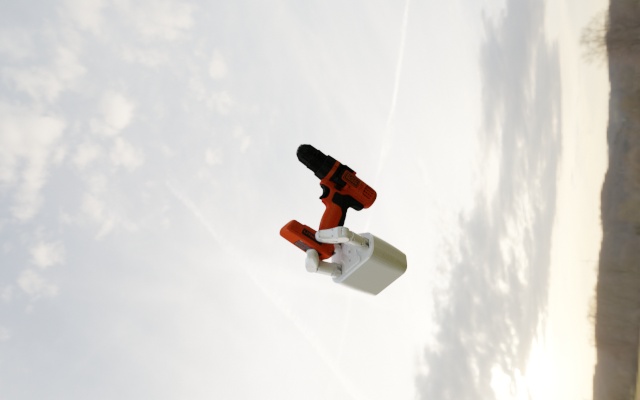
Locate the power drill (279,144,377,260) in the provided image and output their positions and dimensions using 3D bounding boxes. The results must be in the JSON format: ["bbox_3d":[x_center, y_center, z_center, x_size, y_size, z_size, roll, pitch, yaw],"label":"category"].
[{"bbox_3d":[0.000,0.003,0.899,0.184,0.187,0.057,34,-25,-7],"label":"power drill"}]
